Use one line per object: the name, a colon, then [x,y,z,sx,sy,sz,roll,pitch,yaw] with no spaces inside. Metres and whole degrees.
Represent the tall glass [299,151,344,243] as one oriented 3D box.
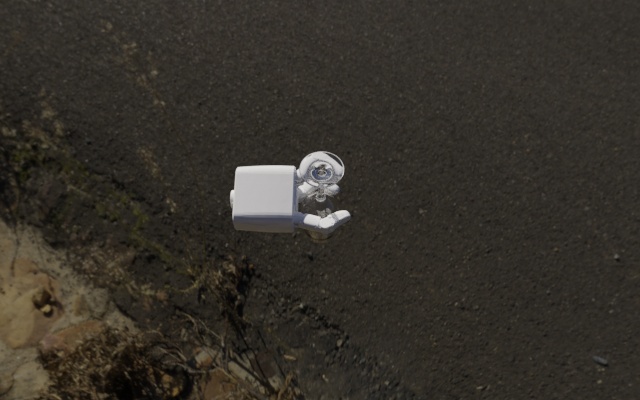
tall glass: [0.000,0.003,0.863,0.079,0.079,0.201,0,-33,-1]
